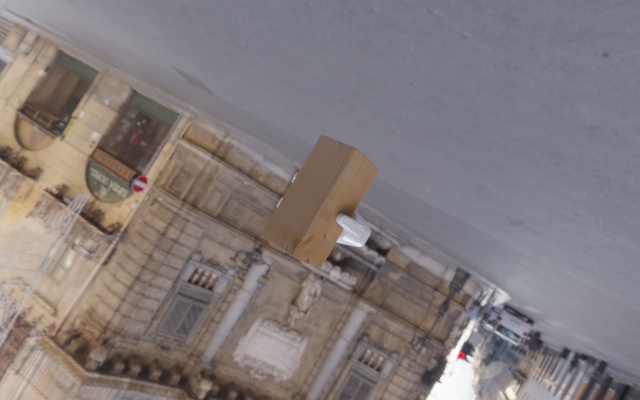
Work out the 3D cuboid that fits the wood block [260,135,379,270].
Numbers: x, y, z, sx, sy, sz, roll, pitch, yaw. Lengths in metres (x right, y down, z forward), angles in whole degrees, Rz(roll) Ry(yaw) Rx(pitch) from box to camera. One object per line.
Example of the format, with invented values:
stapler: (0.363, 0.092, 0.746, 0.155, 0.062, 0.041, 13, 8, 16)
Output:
wood block: (0.000, 0.003, 0.835, 0.090, 0.206, 0.090, 27, -5, 39)
